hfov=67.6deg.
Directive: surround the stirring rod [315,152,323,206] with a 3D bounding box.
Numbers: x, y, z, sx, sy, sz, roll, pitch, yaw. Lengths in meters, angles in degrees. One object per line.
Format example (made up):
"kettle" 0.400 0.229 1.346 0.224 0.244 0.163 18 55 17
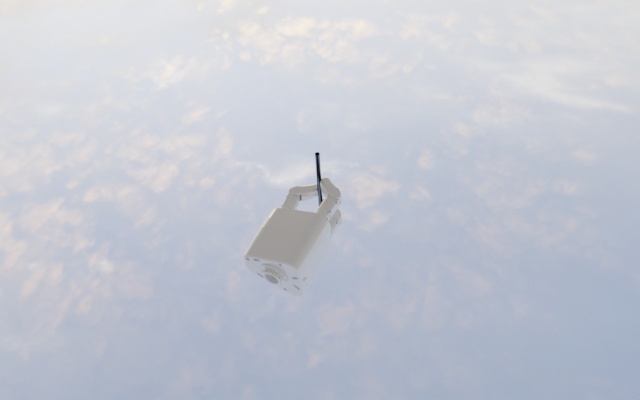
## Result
"stirring rod" 0.000 0.003 0.869 0.011 0.011 0.240 0 -41 3
